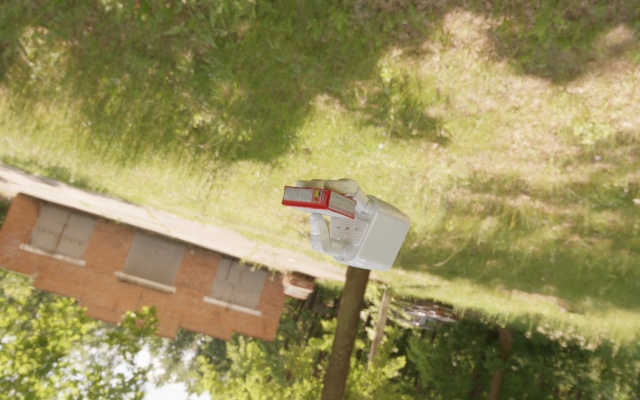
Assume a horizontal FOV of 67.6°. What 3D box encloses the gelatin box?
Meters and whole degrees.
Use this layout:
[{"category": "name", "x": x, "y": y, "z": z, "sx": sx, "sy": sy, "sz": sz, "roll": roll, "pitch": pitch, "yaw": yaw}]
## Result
[{"category": "gelatin box", "x": 0.000, "y": 0.003, "z": 0.670, "sx": 0.073, "sy": 0.030, "sz": 0.089, "roll": 6, "pitch": -7, "yaw": 30}]
